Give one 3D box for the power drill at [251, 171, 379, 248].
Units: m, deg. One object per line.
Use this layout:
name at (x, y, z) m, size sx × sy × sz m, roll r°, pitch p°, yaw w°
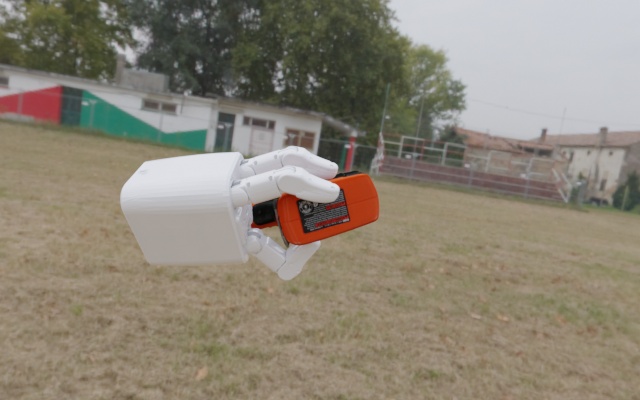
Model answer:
power drill at (0.000, 0.002, 0.568) m, size 0.184 × 0.057 × 0.187 m, roll -18°, pitch 6°, yaw -15°
